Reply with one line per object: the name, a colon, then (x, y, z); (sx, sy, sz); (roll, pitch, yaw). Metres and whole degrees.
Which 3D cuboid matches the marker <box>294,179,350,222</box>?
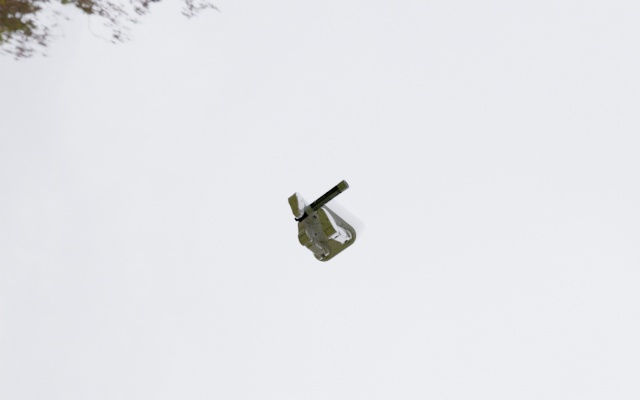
marker: (0.000, 0.003, 0.874); (0.121, 0.020, 0.020); (-36, -12, 17)
